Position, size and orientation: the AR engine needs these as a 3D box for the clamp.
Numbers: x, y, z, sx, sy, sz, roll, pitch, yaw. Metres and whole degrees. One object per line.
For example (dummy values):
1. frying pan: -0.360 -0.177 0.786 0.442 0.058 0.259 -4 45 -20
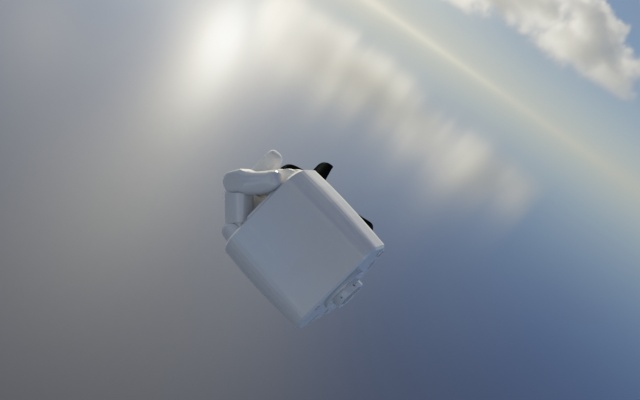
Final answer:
1. clamp: 0.000 0.001 0.572 0.039 0.120 0.171 -50 -19 24
